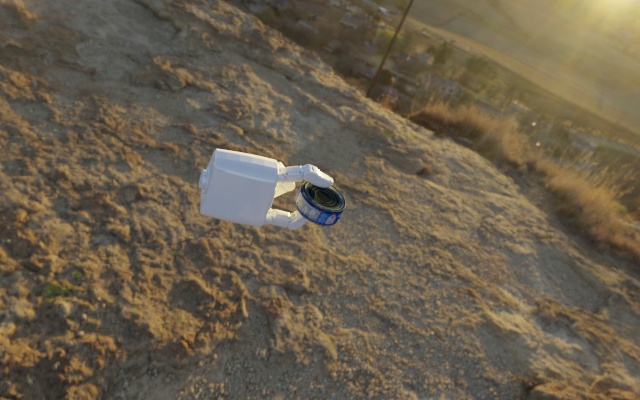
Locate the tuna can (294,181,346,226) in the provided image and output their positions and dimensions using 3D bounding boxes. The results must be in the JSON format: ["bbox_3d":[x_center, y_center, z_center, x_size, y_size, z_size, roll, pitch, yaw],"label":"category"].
[{"bbox_3d":[0.000,0.002,0.818,0.086,0.034,0.086,20,34,-14],"label":"tuna can"}]
